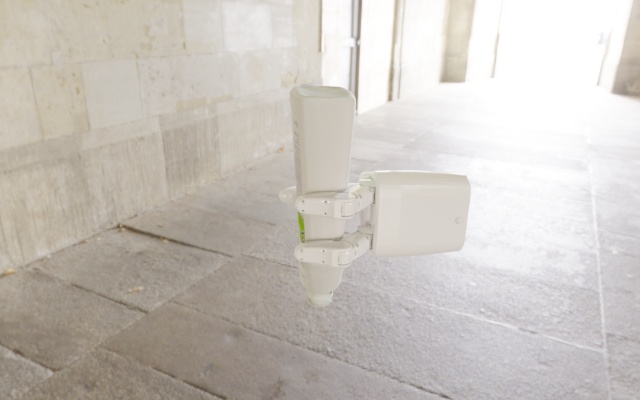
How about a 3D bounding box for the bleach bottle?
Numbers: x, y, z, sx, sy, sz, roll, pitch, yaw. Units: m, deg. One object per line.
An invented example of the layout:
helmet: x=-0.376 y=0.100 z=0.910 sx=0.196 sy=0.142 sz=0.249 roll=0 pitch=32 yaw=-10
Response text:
bleach bottle: x=0.000 y=0.002 z=0.548 sx=0.068 sy=0.251 sz=0.102 roll=-1 pitch=21 yaw=-6
